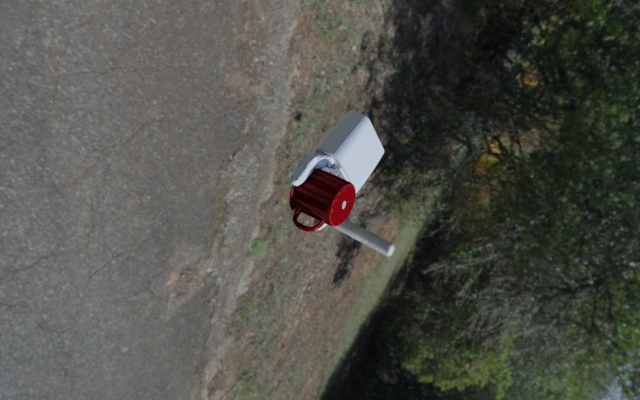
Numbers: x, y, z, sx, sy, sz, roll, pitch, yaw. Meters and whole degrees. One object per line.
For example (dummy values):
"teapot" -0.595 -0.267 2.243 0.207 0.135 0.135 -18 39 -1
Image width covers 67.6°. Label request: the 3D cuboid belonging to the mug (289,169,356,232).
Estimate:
"mug" -0.001 0.004 0.812 0.081 0.117 0.093 25 -24 28
